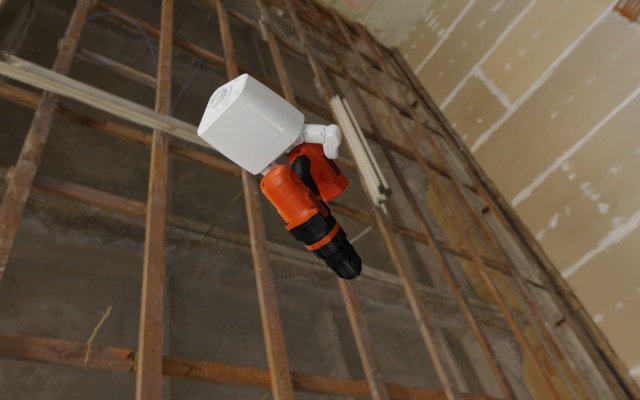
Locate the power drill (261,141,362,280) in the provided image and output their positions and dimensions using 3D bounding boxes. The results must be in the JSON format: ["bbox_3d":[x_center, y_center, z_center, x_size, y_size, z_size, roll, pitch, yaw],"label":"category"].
[{"bbox_3d":[0.000,0.002,0.675,0.057,0.184,0.187,-31,20,18],"label":"power drill"}]
